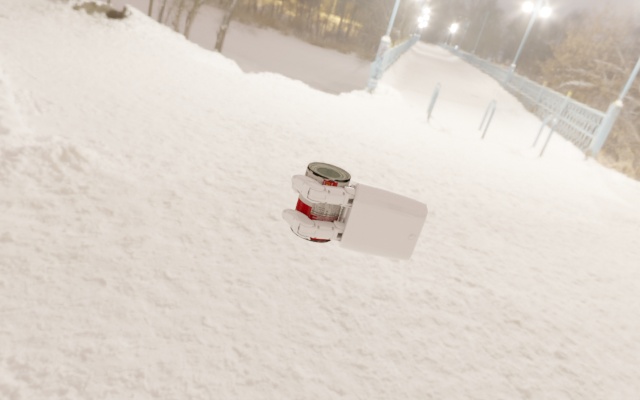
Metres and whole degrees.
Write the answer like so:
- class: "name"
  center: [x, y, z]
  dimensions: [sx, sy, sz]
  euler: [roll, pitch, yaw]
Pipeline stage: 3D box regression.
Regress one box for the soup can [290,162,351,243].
- class: "soup can"
  center: [0.000, 0.002, 0.705]
  dimensions: [0.068, 0.102, 0.068]
  euler: [14, 22, -6]
